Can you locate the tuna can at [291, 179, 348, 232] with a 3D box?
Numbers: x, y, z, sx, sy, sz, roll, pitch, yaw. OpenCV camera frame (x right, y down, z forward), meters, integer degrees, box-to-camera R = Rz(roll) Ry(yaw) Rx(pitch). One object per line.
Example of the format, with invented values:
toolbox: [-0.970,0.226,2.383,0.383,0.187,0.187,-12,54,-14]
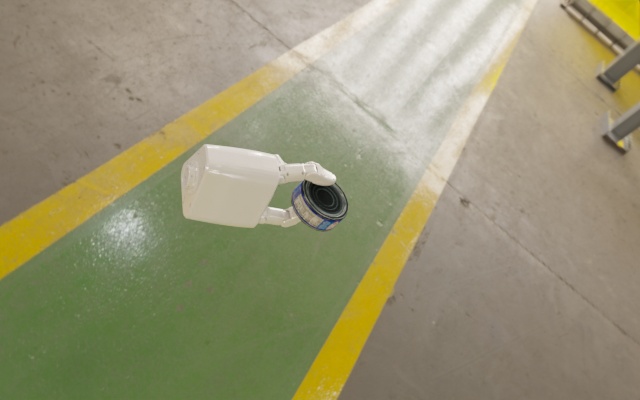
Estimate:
tuna can: [0.000,0.002,0.726,0.086,0.086,0.034,0,-33,-41]
